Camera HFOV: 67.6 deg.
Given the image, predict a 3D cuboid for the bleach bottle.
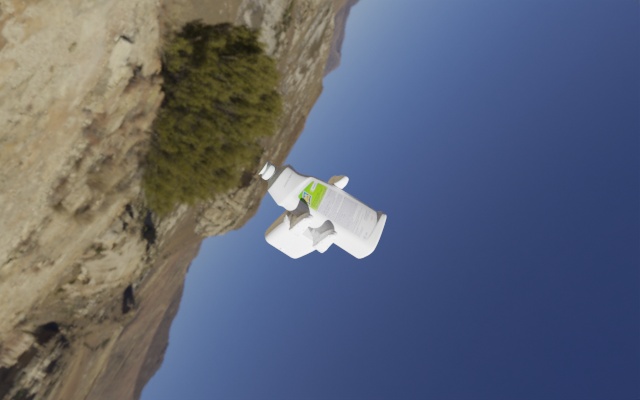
[{"bbox_3d":[0.000,0.003,0.891,0.251,0.102,0.068,34,-36,-14],"label":"bleach bottle"}]
